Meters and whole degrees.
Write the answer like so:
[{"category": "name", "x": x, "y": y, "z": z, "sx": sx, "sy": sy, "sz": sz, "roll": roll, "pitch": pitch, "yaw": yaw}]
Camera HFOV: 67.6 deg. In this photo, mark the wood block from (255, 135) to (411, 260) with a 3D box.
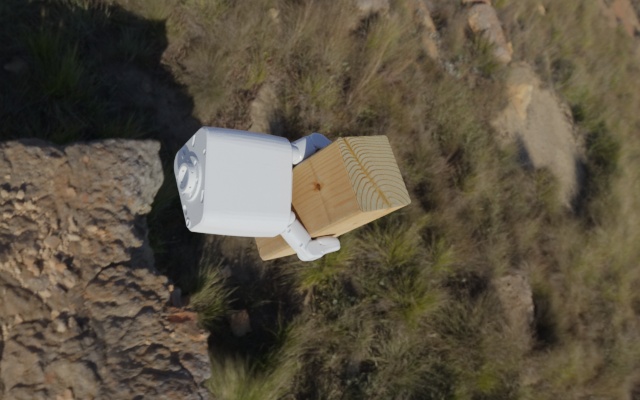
[{"category": "wood block", "x": 0.000, "y": 0.002, "z": 0.617, "sx": 0.090, "sy": 0.091, "sz": 0.206, "roll": -9, "pitch": -14, "yaw": -42}]
